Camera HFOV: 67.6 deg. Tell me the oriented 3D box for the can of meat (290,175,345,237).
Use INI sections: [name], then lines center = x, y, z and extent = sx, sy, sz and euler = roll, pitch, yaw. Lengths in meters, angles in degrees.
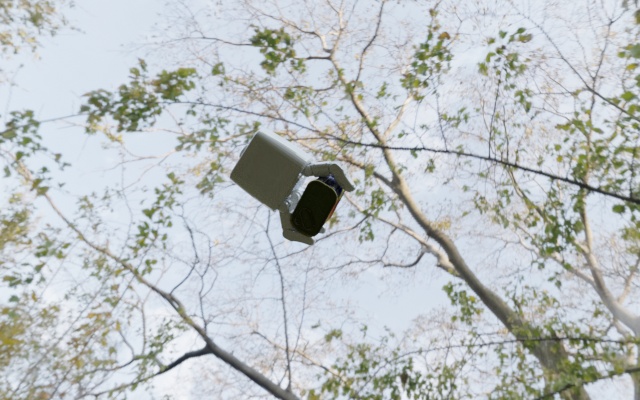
[can of meat]
center = 0.000, 0.003, 0.844
extent = 0.057, 0.102, 0.084
euler = 31, 25, 7
